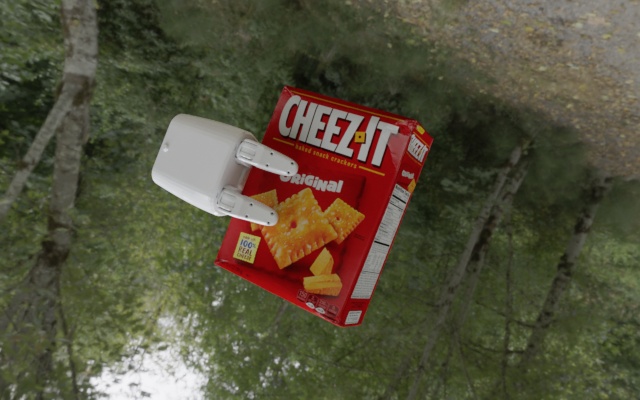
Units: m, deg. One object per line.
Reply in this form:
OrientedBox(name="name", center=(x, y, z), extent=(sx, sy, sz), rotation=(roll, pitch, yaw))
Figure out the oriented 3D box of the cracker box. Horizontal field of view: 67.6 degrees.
OrientedBox(name="cracker box", center=(0.000, 0.002, 0.509), extent=(0.164, 0.213, 0.072), rotation=(21, 0, 28))
